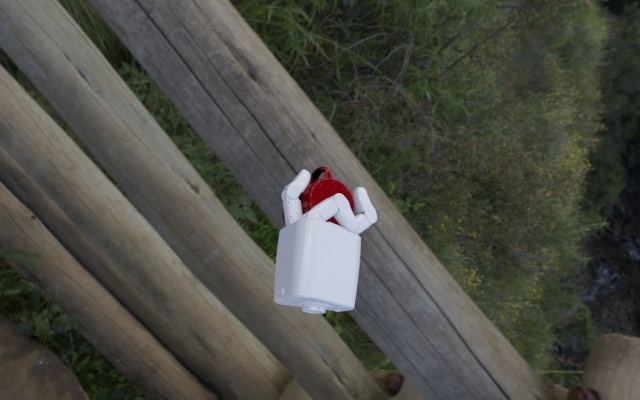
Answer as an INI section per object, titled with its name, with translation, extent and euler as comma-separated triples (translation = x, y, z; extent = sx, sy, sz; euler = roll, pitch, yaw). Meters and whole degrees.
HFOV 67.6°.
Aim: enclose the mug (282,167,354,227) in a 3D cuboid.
[mug]
translation = 0.000, 0.001, 0.750
extent = 0.093, 0.117, 0.081
euler = 14, -22, -26
